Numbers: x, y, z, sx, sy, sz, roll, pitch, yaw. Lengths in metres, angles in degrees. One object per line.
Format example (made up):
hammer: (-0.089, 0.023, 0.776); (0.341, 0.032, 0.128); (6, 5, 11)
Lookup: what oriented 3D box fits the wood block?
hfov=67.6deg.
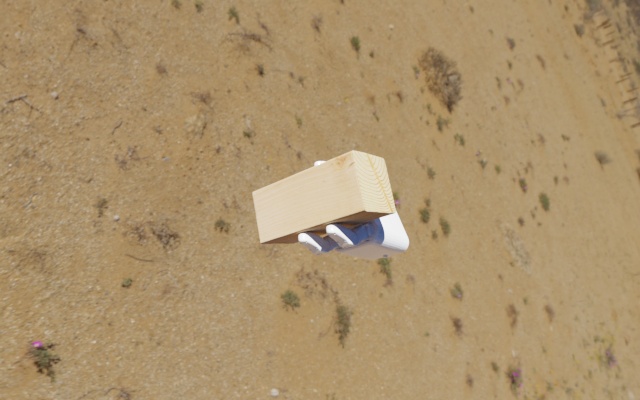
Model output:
wood block: (0.000, 0.002, 0.749); (0.206, 0.090, 0.090); (-20, -15, 36)
